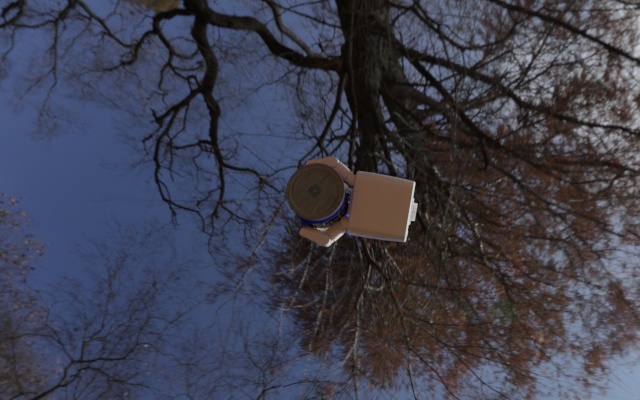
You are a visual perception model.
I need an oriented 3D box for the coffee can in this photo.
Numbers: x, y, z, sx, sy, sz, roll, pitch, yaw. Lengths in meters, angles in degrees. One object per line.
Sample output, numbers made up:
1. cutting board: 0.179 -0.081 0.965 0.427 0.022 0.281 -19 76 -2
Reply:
1. coffee can: 0.000 0.003 0.886 0.103 0.102 0.140 0 -16 8
